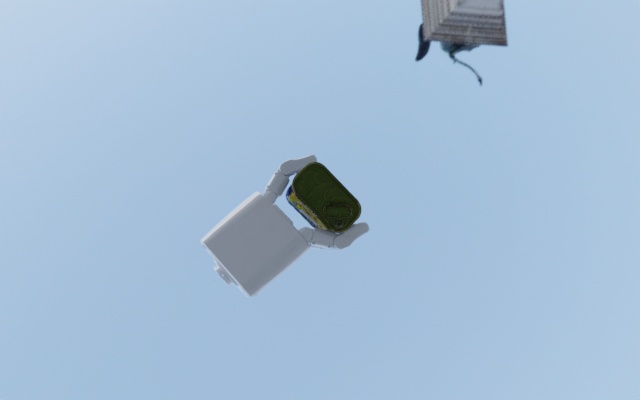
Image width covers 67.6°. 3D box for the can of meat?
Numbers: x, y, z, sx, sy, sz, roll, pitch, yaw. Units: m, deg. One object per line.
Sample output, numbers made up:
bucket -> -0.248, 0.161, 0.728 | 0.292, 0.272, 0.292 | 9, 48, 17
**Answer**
can of meat -> 0.000, 0.002, 0.684 | 0.057, 0.102, 0.084 | -45, 2, -16
